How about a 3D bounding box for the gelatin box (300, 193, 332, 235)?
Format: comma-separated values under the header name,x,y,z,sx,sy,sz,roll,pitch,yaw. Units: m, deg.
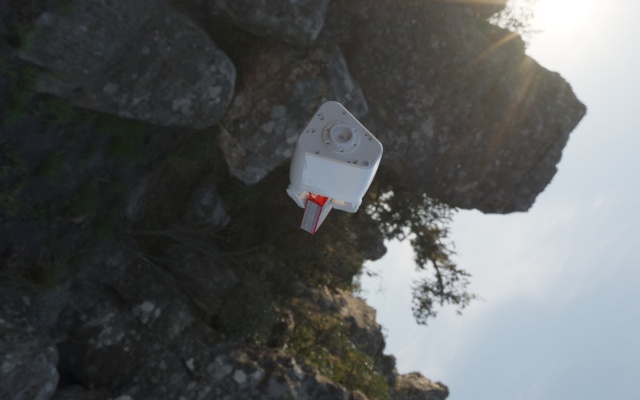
name,x,y,z,sx,sy,sz,roll,pitch,yaw
gelatin box,0.000,0.003,0.786,0.030,0.073,0.089,28,-36,9
